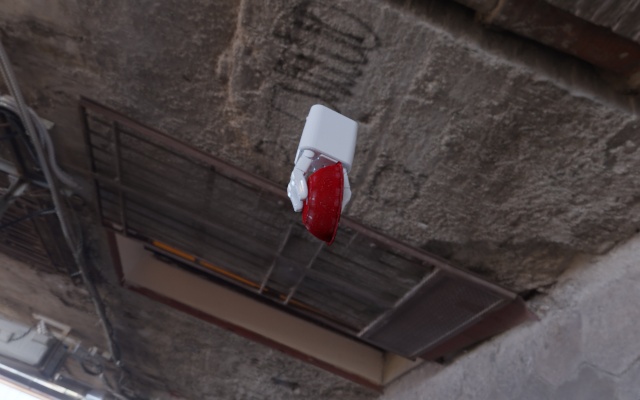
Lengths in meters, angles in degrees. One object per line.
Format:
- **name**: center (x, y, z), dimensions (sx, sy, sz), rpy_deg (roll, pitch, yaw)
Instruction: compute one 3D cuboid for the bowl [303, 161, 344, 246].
- **bowl**: center (0.000, 0.004, 0.896), dimensions (0.055, 0.162, 0.162), rpy_deg (7, -1, -9)
